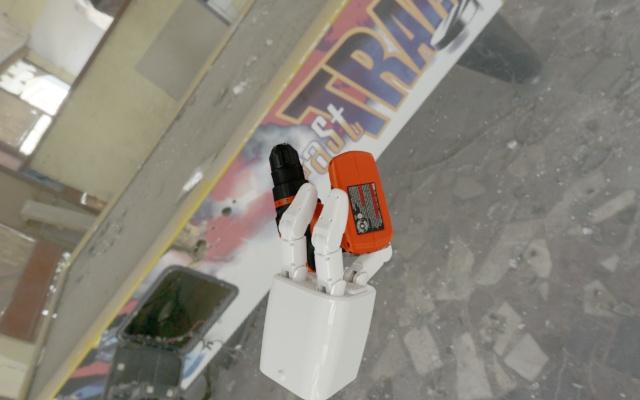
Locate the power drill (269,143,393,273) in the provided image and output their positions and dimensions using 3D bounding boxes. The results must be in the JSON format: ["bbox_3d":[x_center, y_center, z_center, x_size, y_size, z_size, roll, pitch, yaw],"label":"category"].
[{"bbox_3d":[0.000,0.002,0.561,0.057,0.184,0.188,-13,-5,-27],"label":"power drill"}]
